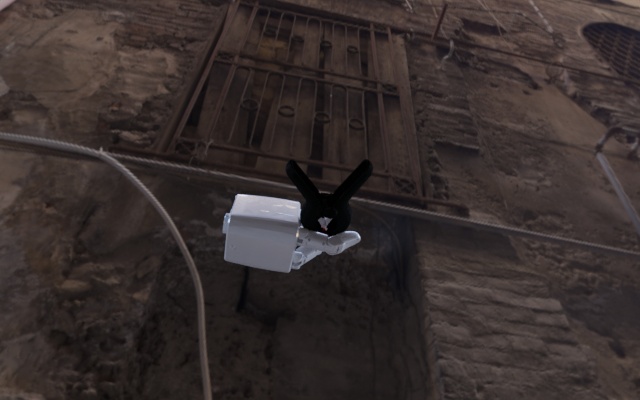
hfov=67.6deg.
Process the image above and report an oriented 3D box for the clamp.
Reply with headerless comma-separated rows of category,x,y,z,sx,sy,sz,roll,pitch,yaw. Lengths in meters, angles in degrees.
clamp,0.000,0.002,0.706,0.120,0.172,0.039,10,41,-6
